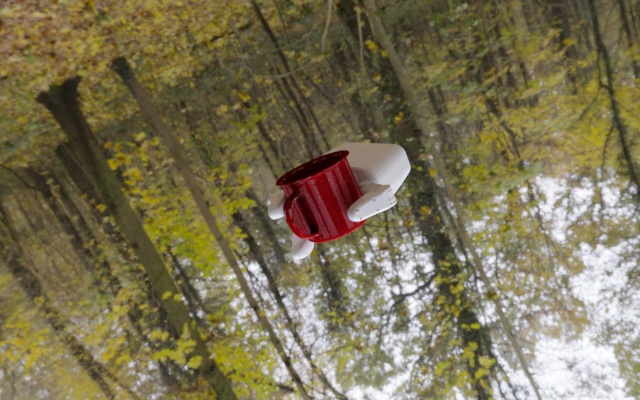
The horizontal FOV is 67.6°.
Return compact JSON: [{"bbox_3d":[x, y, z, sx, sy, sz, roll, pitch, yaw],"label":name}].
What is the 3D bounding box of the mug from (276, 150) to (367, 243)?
[{"bbox_3d":[0.000,0.003,0.552,0.093,0.081,0.117,-13,18,37],"label":"mug"}]
